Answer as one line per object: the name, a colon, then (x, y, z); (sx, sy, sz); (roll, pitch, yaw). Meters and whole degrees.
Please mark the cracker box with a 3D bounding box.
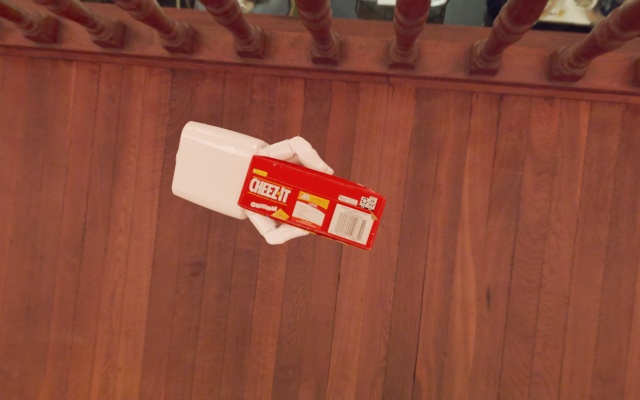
cracker box: (0.000, 0.002, 0.640); (0.164, 0.072, 0.213); (18, 1, 6)
